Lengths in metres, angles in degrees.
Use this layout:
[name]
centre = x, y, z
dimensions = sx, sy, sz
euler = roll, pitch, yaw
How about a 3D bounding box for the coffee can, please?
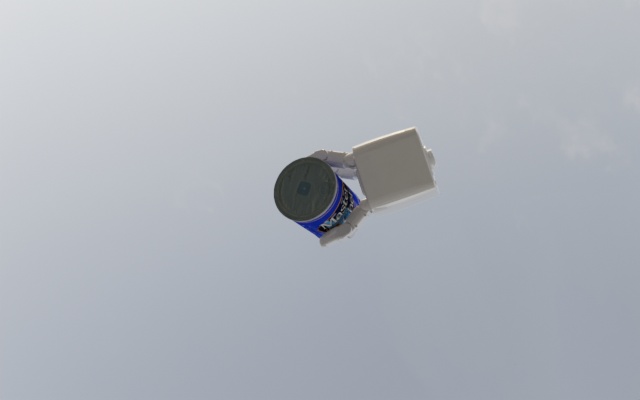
[coffee can]
centre = 0.000, 0.003, 0.777
dimensions = 0.103, 0.102, 0.140
euler = 0, -18, 22
